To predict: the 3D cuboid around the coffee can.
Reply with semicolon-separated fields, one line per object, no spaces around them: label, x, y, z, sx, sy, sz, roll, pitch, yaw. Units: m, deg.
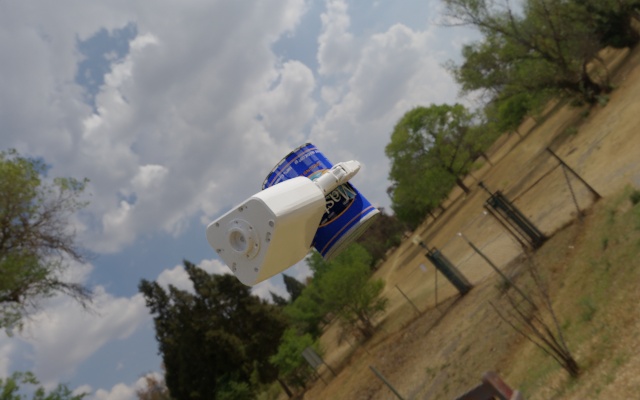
coffee can;0.000;0.002;0.684;0.103;0.140;0.103;-41;-12;-10
